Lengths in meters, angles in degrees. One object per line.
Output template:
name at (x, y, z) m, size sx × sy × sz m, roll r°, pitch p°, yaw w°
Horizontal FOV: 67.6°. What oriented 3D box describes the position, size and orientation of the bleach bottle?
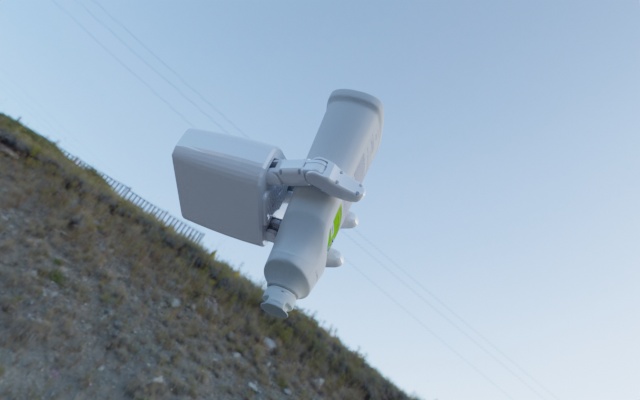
bleach bottle at (0.000, 0.002, 0.505) m, size 0.068 × 0.250 × 0.103 m, roll 15°, pitch -33°, yaw 14°
